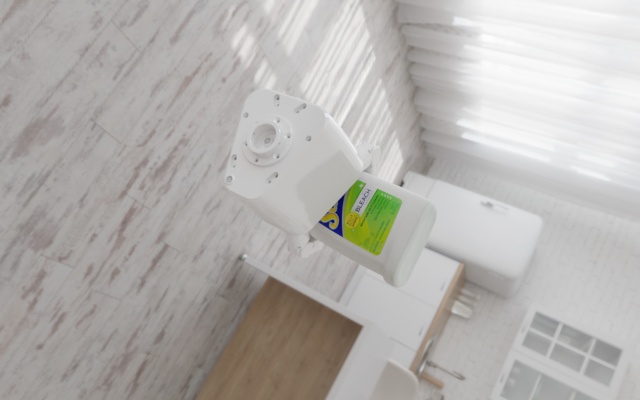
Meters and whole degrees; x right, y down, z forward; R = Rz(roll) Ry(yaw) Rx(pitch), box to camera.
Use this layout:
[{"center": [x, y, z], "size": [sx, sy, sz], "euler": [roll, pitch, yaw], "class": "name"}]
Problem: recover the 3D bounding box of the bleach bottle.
[{"center": [0.000, 0.002, 0.556], "size": [0.251, 0.102, 0.068], "euler": [23, -8, 26], "class": "bleach bottle"}]
